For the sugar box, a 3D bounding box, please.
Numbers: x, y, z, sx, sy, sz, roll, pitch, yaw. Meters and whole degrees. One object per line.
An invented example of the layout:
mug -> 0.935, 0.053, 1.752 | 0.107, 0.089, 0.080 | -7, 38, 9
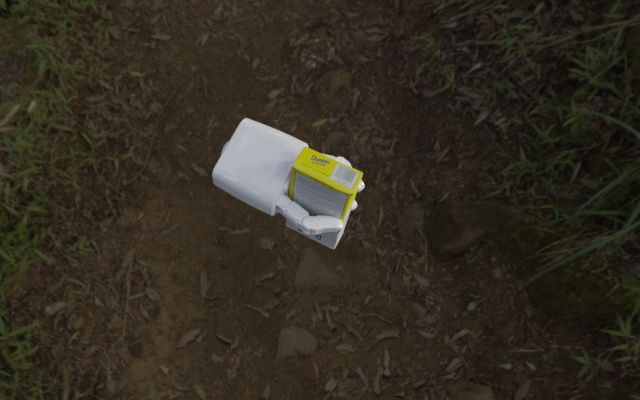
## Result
sugar box -> 0.000, 0.002, 0.716 | 0.093, 0.048, 0.176 | 26, -28, 7
